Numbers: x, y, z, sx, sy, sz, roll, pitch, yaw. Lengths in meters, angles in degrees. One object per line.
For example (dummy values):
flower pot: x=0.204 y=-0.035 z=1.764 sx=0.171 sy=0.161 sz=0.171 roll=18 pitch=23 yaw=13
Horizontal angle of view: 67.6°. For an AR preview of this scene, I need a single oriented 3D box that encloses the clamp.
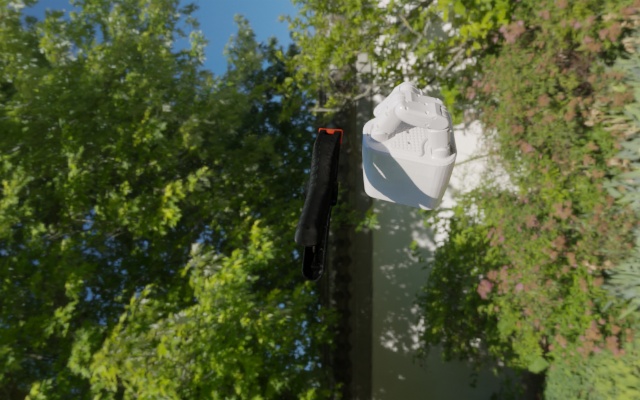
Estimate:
clamp: x=0.000 y=0.001 z=0.522 sx=0.039 sy=0.171 sz=0.120 roll=12 pitch=-34 yaw=2
